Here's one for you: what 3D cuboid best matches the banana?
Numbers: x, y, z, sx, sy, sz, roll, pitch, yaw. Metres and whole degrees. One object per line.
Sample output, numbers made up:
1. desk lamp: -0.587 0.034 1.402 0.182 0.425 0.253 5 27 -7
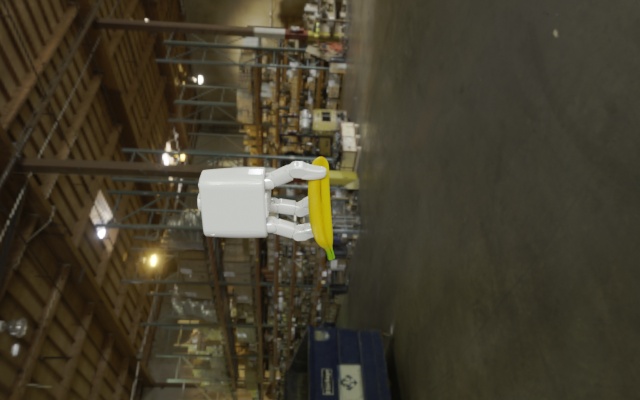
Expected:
1. banana: -0.001 -0.003 0.794 0.037 0.197 0.070 -4 -29 3
